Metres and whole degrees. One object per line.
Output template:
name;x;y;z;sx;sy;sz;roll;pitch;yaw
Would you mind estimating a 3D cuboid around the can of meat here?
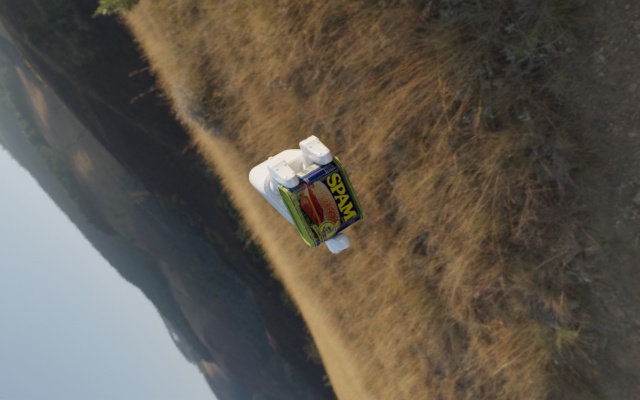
can of meat;0.000;0.002;0.649;0.084;0.102;0.057;-31;22;-15
